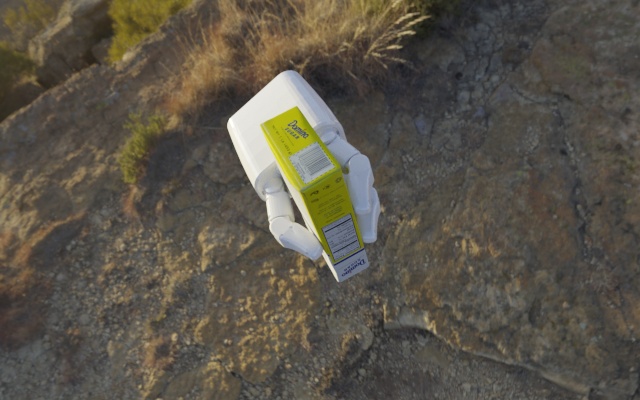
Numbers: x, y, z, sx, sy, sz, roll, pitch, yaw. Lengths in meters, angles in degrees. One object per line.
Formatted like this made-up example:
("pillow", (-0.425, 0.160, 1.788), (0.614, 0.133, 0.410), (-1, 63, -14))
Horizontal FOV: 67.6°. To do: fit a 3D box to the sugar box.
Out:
("sugar box", (0.000, 0.001, 0.475), (0.048, 0.093, 0.176), (-29, -36, -3))
